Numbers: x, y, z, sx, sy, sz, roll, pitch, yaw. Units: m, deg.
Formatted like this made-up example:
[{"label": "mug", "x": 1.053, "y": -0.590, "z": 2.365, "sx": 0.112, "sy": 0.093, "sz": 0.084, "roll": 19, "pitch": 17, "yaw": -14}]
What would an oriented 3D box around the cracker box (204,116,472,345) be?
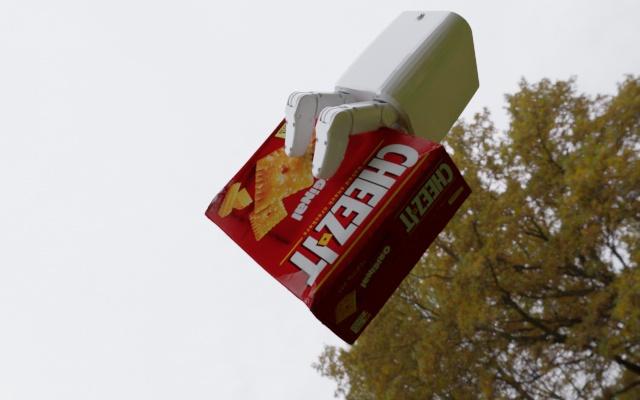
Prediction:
[{"label": "cracker box", "x": 0.000, "y": 0.002, "z": 0.447, "sx": 0.213, "sy": 0.164, "sz": 0.072, "roll": 29, "pitch": -13, "yaw": 51}]
